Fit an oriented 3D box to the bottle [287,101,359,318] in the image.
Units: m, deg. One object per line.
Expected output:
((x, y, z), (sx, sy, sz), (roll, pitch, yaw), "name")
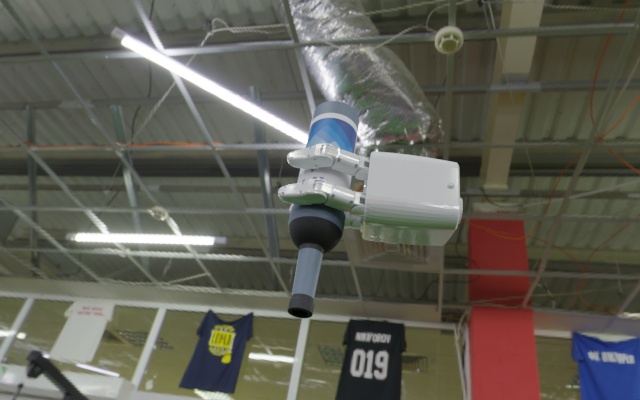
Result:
((0.000, 0.002, 0.592), (0.069, 0.295, 0.069), (7, -35, 5), "bottle")
